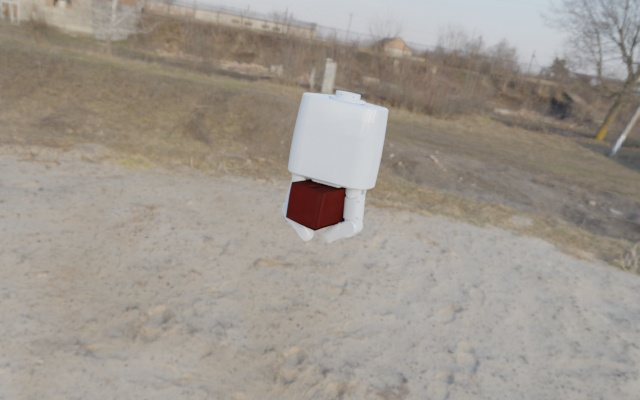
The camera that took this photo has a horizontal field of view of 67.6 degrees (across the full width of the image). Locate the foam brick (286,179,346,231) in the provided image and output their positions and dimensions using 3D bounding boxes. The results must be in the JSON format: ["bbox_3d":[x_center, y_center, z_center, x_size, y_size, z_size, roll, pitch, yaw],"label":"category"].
[{"bbox_3d":[0.000,0.002,0.636,0.053,0.051,0.078,21,20,32],"label":"foam brick"}]
